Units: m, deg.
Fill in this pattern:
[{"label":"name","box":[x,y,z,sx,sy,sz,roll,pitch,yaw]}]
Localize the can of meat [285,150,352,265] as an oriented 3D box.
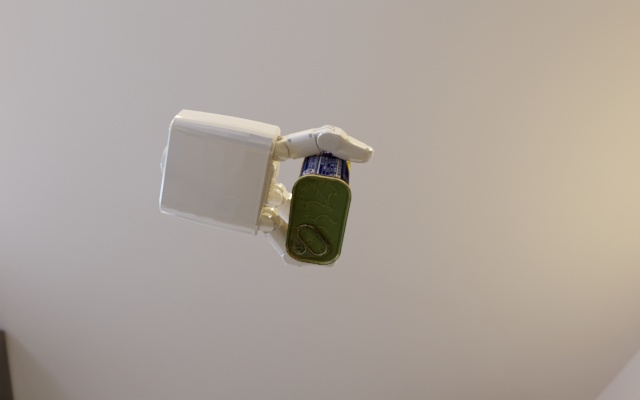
[{"label":"can of meat","box":[0.000,0.001,0.503,0.057,0.102,0.084,9,30,0]}]
